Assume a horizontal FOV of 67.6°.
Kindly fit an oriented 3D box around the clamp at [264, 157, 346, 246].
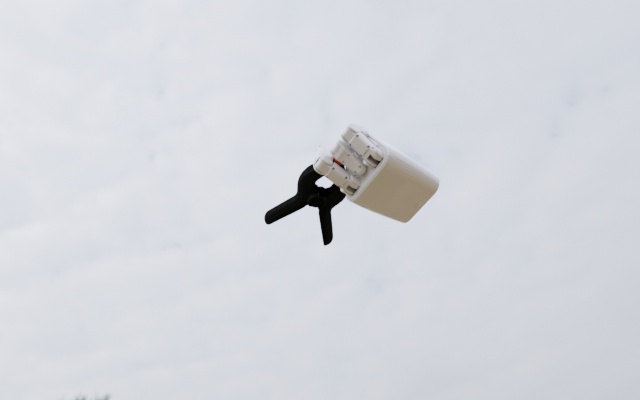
[{"bbox_3d":[0.000,0.002,0.759,0.120,0.039,0.171,25,-54,-23],"label":"clamp"}]
